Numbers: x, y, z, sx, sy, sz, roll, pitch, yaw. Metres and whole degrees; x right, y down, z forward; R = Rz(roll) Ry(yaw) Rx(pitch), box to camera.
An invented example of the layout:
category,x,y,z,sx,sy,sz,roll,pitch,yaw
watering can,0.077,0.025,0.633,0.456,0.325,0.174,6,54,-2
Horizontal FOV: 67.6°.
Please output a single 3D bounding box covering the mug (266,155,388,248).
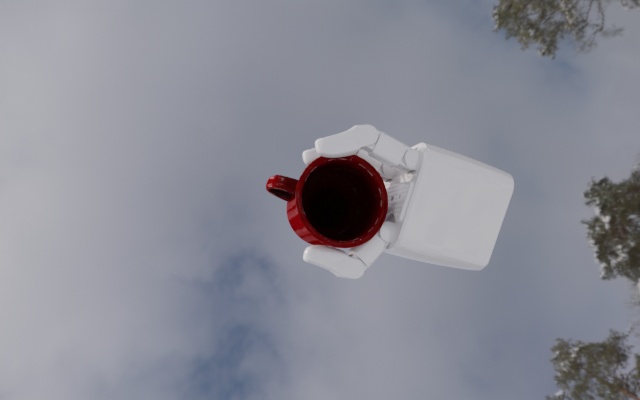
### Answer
category,x,y,z,sx,sy,sz,roll,pitch,yaw
mug,-0.001,0.001,0.490,0.117,0.093,0.081,16,-12,-12
